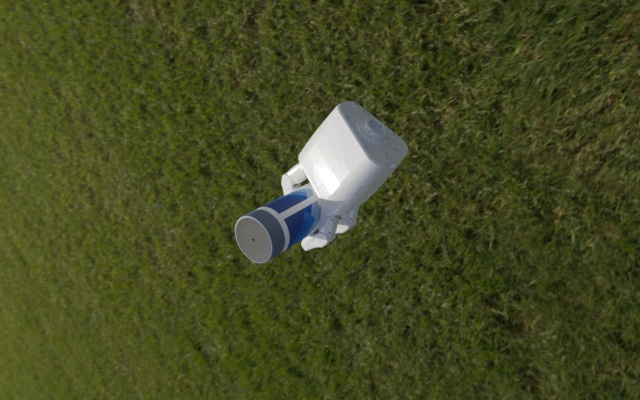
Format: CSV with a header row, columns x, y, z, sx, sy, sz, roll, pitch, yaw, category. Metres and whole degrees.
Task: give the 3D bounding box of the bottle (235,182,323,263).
x,y,z,sx,sy,sz,roll,pitch,yaw,category
0.000,0.002,0.719,0.069,0.069,0.295,0,19,39,bottle
